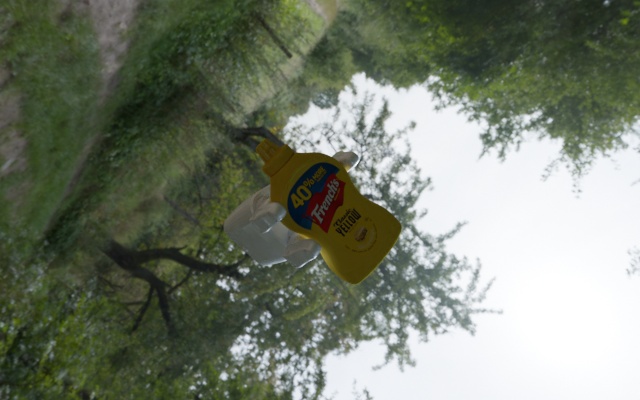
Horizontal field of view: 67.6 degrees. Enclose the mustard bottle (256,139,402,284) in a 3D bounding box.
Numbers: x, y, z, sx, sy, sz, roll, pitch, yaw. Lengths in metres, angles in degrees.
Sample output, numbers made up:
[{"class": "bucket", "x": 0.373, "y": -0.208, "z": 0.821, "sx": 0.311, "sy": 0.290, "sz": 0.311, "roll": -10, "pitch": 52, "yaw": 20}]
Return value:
[{"class": "mustard bottle", "x": 0.000, "y": 0.002, "z": 0.552, "sx": 0.192, "sy": 0.096, "sz": 0.058, "roll": 44, "pitch": -12, "yaw": -13}]
